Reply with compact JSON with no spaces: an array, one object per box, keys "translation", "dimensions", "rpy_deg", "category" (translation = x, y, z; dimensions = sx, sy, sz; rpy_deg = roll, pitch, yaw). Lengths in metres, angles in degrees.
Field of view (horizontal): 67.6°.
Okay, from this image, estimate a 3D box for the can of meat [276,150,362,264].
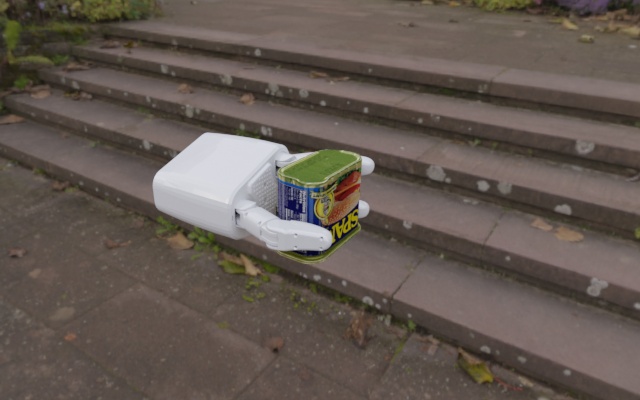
[{"translation":[0.000,0.001,0.480],"dimensions":[0.057,0.084,0.102],"rpy_deg":[17,29,29],"category":"can of meat"}]
